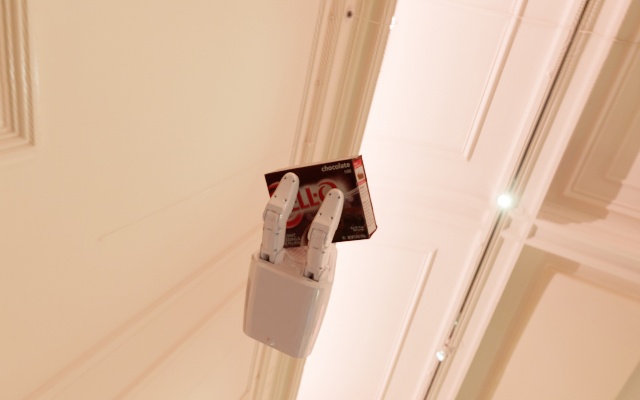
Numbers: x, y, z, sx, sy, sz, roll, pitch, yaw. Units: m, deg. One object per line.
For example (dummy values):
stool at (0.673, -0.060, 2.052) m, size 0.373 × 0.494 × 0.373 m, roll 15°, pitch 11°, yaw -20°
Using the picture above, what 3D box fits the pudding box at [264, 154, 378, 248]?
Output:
pudding box at (0.000, 0.002, 0.535) m, size 0.113 × 0.090 × 0.039 m, roll -9°, pitch 12°, yaw 25°
